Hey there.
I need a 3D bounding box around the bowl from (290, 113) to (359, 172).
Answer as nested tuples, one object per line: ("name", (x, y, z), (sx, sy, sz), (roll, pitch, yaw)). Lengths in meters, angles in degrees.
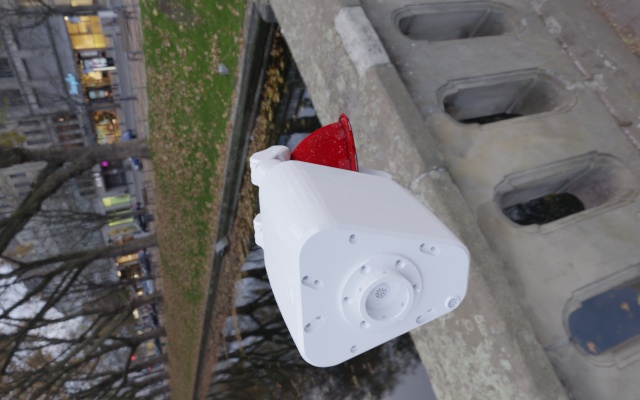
("bowl", (0.000, 0.001, 0.448), (0.055, 0.162, 0.162), (-3, 0, -3))
